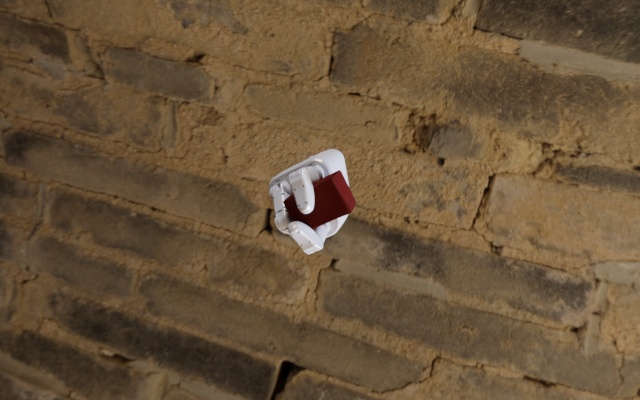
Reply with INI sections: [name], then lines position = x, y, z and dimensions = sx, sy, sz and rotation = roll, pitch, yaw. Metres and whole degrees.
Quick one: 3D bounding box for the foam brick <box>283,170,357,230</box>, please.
[foam brick]
position = 0.000, 0.002, 0.630
dimensions = 0.078, 0.053, 0.051
rotation = -24, 7, 21
